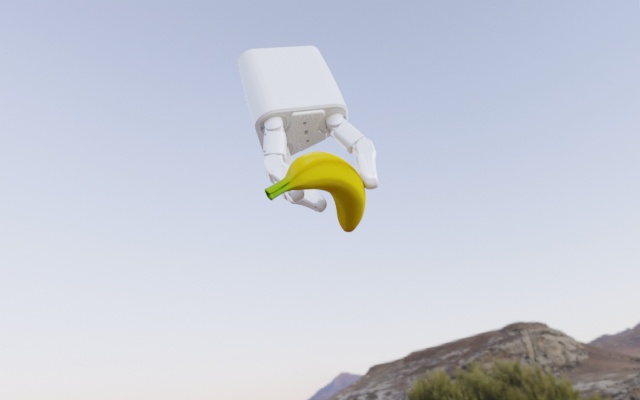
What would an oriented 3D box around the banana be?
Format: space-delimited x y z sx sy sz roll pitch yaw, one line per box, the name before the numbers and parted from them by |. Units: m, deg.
banana | 0.013 -0.010 0.511 0.069 0.037 0.198 -38 -28 13
